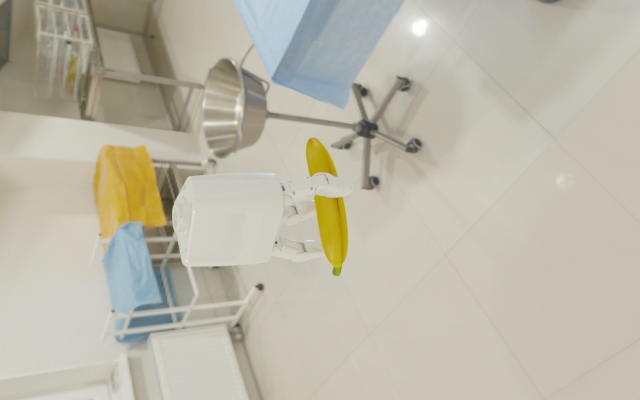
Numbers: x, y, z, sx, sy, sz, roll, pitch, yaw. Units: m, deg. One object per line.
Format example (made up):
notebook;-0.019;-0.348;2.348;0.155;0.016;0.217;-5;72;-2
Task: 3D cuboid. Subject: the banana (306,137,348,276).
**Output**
banana;0.007;0.002;0.639;0.037;0.197;0.069;-5;-10;-20
